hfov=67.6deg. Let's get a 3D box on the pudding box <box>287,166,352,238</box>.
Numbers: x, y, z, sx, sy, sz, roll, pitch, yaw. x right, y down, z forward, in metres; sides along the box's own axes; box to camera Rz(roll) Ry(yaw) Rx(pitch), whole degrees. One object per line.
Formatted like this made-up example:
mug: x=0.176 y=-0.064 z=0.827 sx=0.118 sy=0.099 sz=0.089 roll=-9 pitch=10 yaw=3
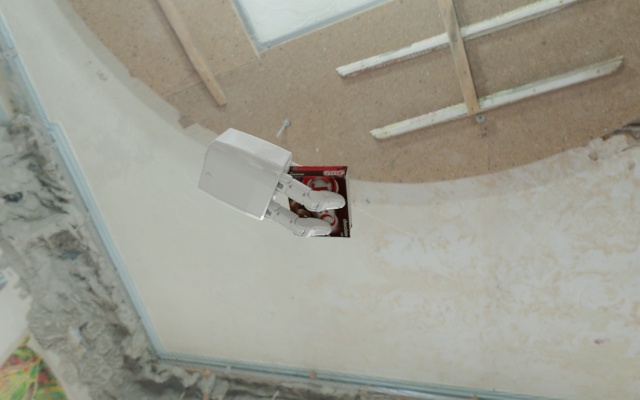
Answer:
pudding box: x=0.000 y=0.002 z=0.723 sx=0.090 sy=0.114 sz=0.039 roll=1 pitch=37 yaw=13
